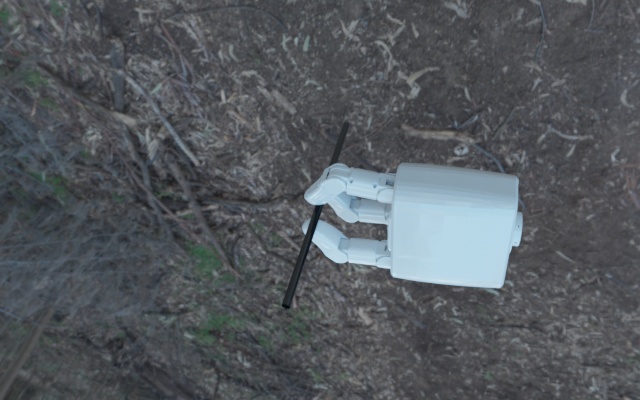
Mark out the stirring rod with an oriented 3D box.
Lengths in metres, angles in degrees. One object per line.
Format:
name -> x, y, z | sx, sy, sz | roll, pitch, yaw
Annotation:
stirring rod -> 0.000, 0.001, 0.488 | 0.011, 0.239, 0.011 | 11, -38, 9
